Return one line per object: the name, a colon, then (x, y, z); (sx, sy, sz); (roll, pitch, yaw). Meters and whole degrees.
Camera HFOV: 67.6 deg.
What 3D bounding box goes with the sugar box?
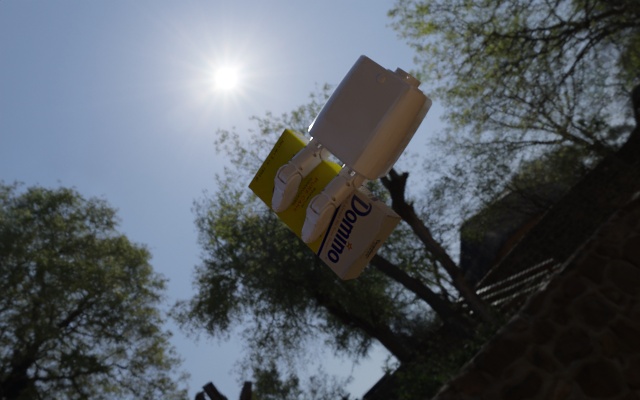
sugar box: (0.000, 0.002, 0.569); (0.176, 0.093, 0.048); (42, 17, 28)
